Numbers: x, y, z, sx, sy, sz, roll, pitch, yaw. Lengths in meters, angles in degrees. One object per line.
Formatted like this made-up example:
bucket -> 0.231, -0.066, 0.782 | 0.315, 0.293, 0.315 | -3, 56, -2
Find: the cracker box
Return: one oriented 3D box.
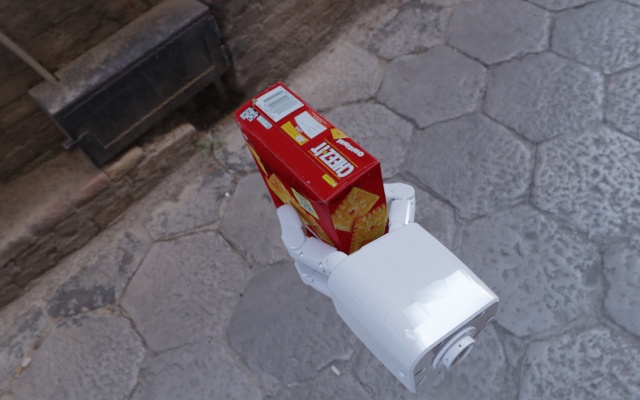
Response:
cracker box -> 0.000, 0.002, 0.523 | 0.072, 0.214, 0.164 | -36, 54, -14
